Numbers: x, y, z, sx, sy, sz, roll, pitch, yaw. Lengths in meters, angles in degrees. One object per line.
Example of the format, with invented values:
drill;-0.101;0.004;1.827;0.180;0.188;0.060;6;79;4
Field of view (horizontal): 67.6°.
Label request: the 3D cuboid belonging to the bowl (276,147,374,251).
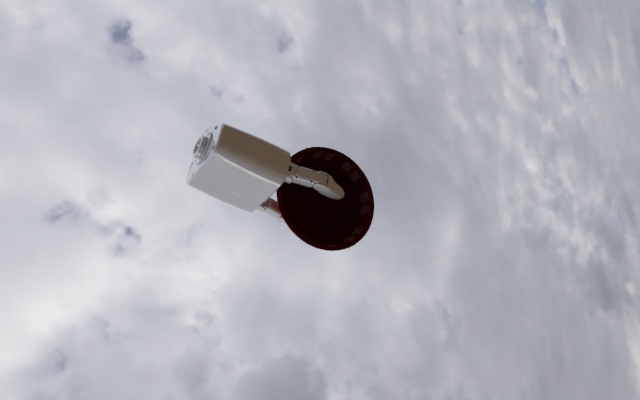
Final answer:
bowl;0.001;0.003;0.729;0.162;0.162;0.055;0;-17;-26
